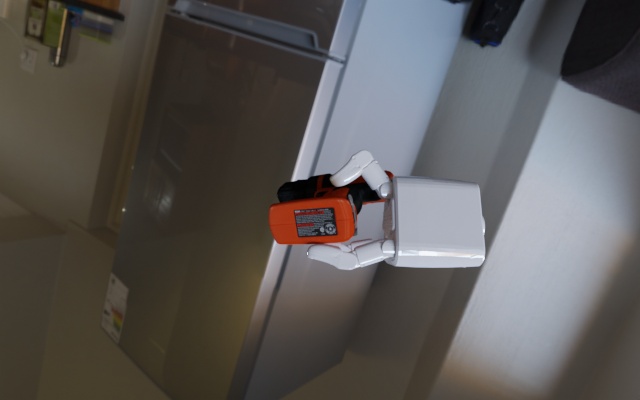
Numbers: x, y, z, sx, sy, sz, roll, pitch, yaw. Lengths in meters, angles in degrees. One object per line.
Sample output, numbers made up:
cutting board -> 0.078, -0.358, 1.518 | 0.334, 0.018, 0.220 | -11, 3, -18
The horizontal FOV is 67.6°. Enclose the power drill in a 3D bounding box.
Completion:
power drill -> 0.000, 0.002, 0.647 | 0.184, 0.057, 0.187 | -7, 15, 20
